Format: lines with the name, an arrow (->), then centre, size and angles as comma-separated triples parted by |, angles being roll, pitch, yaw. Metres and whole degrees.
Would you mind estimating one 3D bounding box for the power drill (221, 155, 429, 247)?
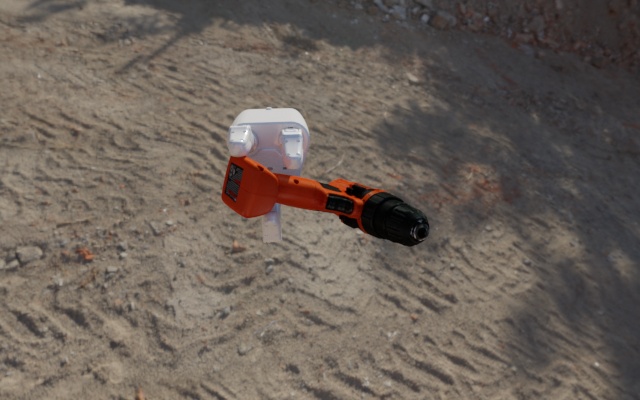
power drill -> 0.000, 0.001, 0.513 | 0.188, 0.057, 0.184 | 12, 5, -28
